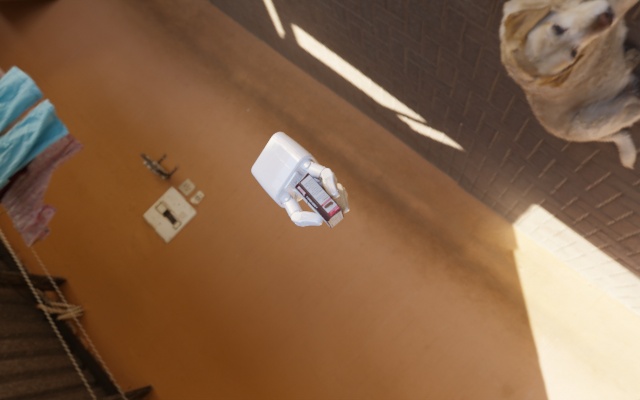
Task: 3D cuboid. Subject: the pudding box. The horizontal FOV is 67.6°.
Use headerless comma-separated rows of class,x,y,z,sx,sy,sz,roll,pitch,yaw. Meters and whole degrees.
pudding box,0.000,0.003,0.868,0.039,0.090,0.113,-43,-9,-1
